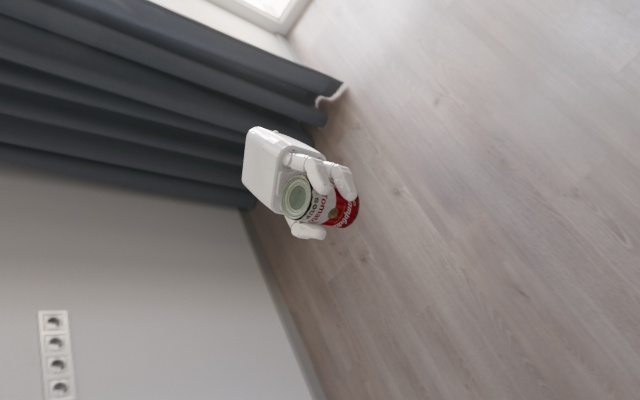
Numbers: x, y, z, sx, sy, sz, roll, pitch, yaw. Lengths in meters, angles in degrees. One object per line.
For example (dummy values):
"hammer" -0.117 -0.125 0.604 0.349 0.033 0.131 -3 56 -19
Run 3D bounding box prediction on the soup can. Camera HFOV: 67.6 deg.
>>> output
"soup can" 0.000 0.003 0.712 0.102 0.068 0.068 12 -8 -44
